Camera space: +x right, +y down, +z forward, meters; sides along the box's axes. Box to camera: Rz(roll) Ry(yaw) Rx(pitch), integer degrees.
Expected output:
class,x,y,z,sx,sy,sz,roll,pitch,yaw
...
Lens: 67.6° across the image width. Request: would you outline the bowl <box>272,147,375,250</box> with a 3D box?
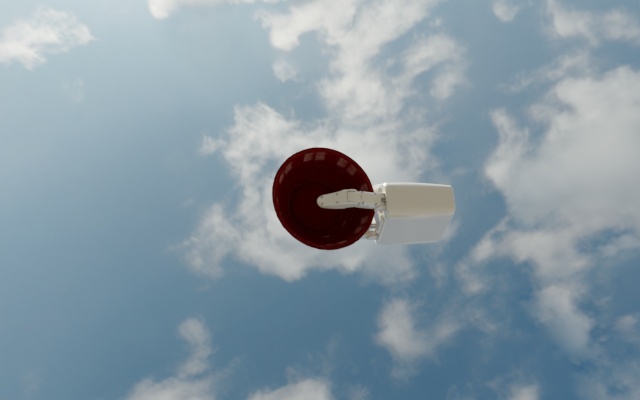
class,x,y,z,sx,sy,sz,roll,pitch,yaw
bowl,-0.001,0.002,0.734,0.162,0.162,0.055,0,-18,-17
